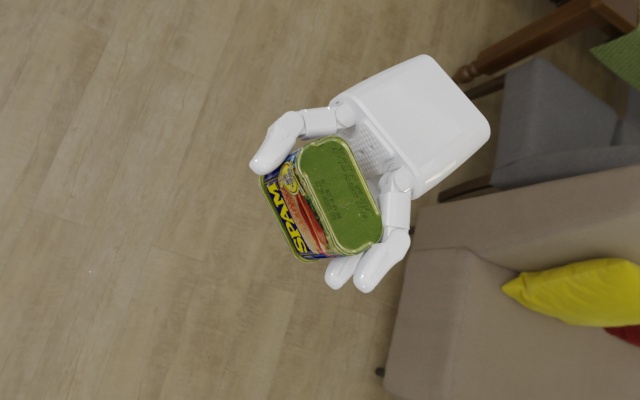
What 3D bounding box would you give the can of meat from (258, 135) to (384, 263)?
[{"bbox_3d":[0.000,0.001,0.411,0.057,0.102,0.084,-28,5,-27],"label":"can of meat"}]
